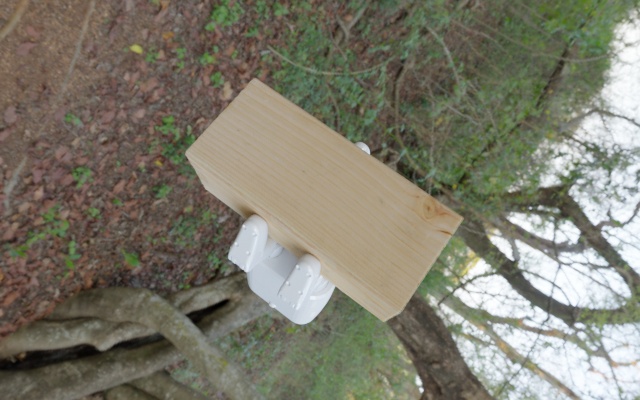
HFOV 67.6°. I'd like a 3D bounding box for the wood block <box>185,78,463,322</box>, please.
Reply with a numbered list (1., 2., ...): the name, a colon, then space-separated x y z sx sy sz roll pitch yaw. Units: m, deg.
1. wood block: 0.000 0.001 0.410 0.206 0.091 0.090 35 -16 10
